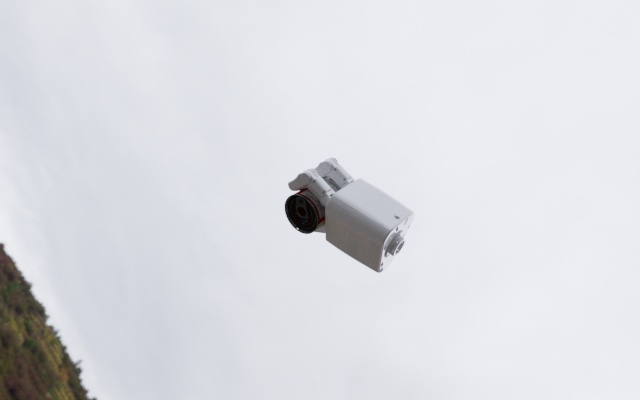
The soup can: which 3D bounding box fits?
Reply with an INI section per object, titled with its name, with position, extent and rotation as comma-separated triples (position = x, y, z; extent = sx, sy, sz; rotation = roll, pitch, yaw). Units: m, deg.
[soup can]
position = 0.000, 0.002, 0.779
extent = 0.068, 0.068, 0.102
rotation = 0, 23, 42
